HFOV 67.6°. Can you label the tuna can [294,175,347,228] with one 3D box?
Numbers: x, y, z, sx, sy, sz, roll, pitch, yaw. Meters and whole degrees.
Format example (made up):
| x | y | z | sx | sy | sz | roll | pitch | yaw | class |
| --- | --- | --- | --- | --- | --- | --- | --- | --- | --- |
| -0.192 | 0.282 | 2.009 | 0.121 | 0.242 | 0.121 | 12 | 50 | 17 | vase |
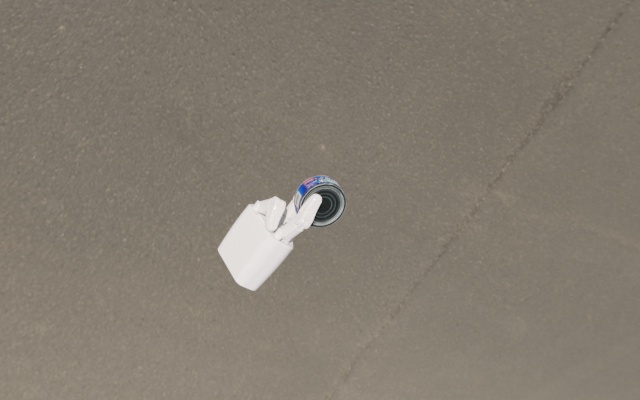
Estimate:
| x | y | z | sx | sy | sz | roll | pitch | yaw | class |
| --- | --- | --- | --- | --- | --- | --- | --- | --- | --- |
| 0.000 | 0.003 | 0.811 | 0.086 | 0.086 | 0.033 | 0 | 25 | -20 | tuna can |
